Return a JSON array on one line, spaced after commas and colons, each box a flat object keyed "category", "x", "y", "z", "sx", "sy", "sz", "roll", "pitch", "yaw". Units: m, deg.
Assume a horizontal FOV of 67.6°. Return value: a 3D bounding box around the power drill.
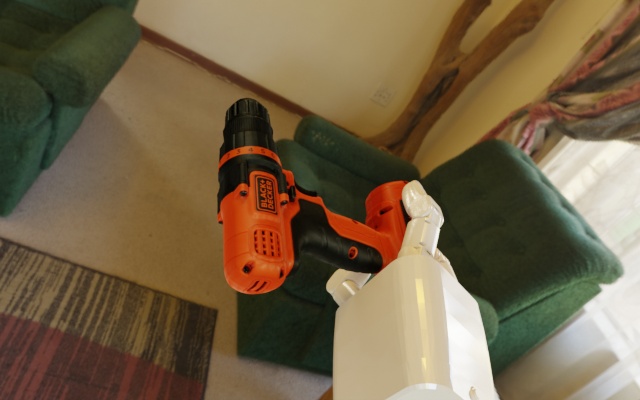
[{"category": "power drill", "x": 0.001, "y": 0.002, "z": 0.421, "sx": 0.188, "sy": 0.184, "sz": 0.057, "roll": 13, "pitch": -38, "yaw": -28}]
